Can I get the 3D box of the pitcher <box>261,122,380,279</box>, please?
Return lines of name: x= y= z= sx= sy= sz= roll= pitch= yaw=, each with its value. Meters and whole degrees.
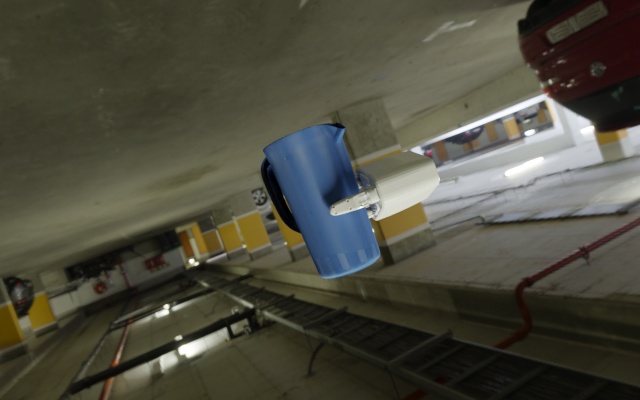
pitcher: x=0.000 y=0.003 z=0.797 sx=0.145 sy=0.243 sz=0.149 roll=-21 pitch=1 yaw=-10
